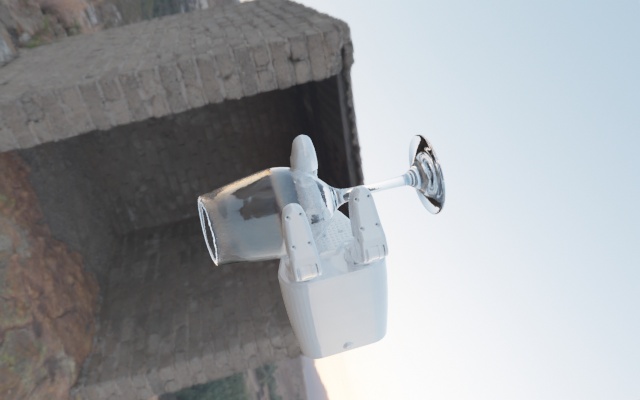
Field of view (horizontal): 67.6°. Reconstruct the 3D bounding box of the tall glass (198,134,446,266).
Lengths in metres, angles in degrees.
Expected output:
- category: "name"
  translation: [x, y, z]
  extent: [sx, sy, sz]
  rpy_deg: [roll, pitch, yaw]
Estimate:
- category: "tall glass"
  translation: [0.001, 0.001, 0.417]
  extent: [0.201, 0.079, 0.079]
  rpy_deg: [-14, 2, -7]
